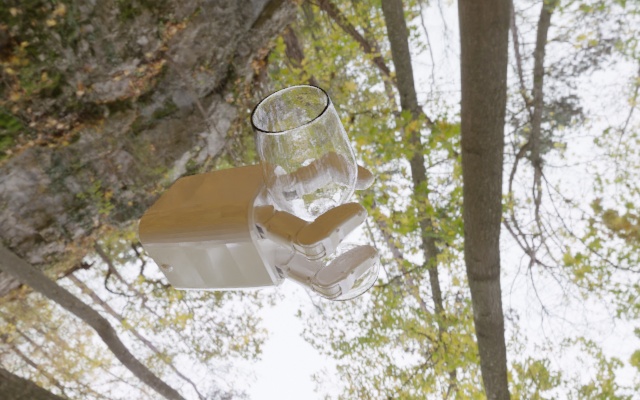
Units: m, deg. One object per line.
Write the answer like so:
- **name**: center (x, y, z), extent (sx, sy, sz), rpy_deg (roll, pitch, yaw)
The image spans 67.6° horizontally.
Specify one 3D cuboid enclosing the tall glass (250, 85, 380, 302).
- **tall glass**: center (0.000, 0.002, 0.420), extent (0.079, 0.201, 0.079), rpy_deg (-10, 43, 9)
